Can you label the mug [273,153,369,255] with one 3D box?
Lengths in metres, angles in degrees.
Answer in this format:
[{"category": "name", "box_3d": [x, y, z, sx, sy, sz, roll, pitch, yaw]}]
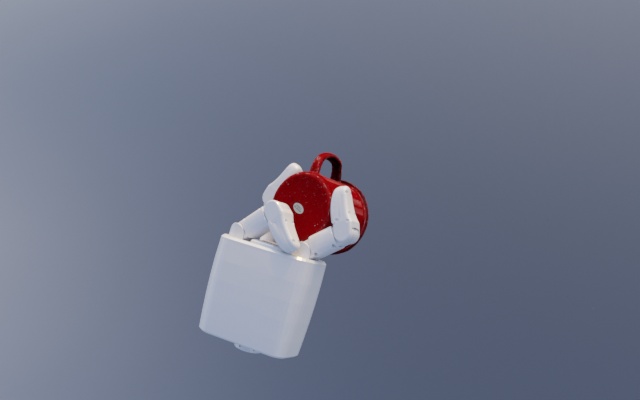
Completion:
[{"category": "mug", "box_3d": [0.000, 0.000, 0.554, 0.093, 0.117, 0.081, 12, -4, 31]}]
